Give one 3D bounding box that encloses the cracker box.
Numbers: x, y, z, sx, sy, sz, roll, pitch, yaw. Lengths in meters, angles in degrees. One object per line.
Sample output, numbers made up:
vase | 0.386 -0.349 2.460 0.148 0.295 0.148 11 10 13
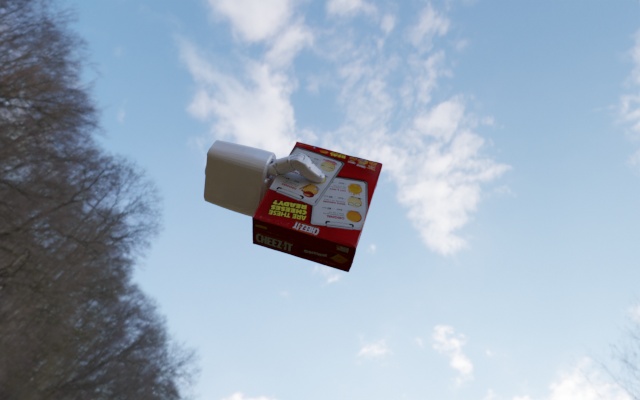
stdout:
cracker box | 0.000 0.002 0.798 0.164 0.072 0.213 16 44 8
